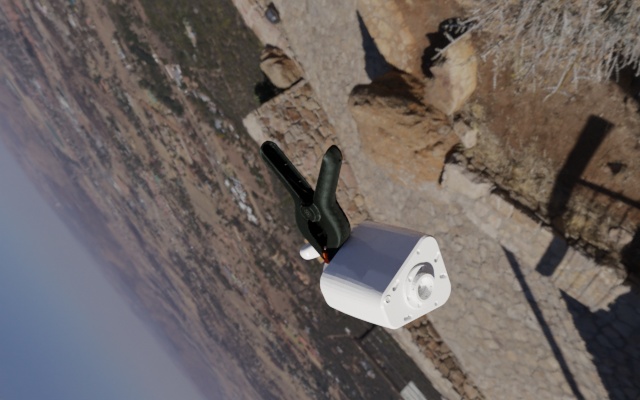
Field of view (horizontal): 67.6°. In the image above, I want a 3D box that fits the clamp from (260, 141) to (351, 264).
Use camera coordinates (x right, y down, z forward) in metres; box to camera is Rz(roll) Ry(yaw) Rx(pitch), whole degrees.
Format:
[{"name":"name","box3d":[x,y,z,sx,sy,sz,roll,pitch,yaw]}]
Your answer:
[{"name":"clamp","box3d":[0.000,0.002,0.570,0.039,0.171,0.120,-40,26,-29]}]
